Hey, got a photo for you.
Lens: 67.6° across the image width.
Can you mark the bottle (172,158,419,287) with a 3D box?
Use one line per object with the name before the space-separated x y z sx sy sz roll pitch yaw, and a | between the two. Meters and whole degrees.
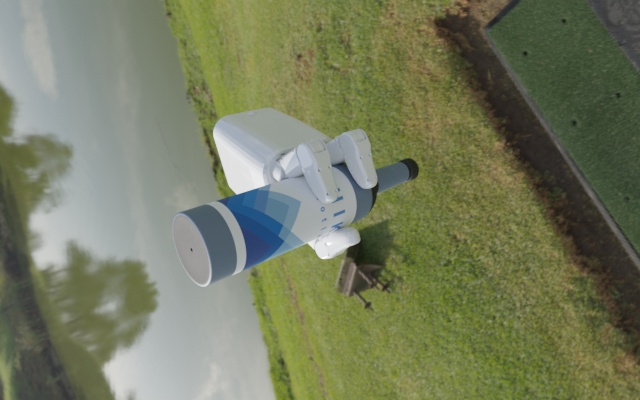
bottle | 0.000 0.002 0.491 0.295 0.069 0.069 -20 13 -38
